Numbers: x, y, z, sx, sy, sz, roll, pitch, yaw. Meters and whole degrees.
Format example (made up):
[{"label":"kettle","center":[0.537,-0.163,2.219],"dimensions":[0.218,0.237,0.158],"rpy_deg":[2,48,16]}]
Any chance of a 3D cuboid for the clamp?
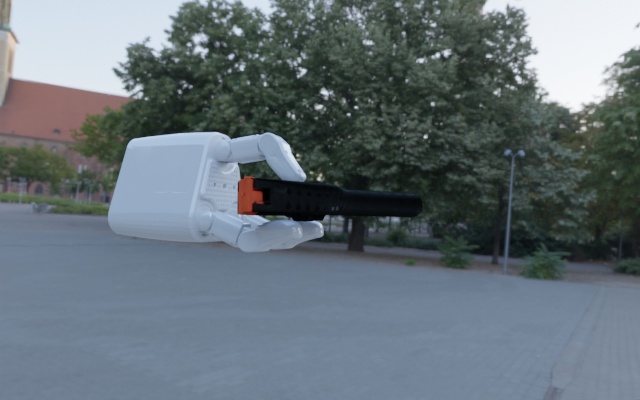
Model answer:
[{"label":"clamp","center":[0.000,0.001,0.444],"dimensions":[0.164,0.036,0.210],"rpy_deg":[-2,-4,21]}]
